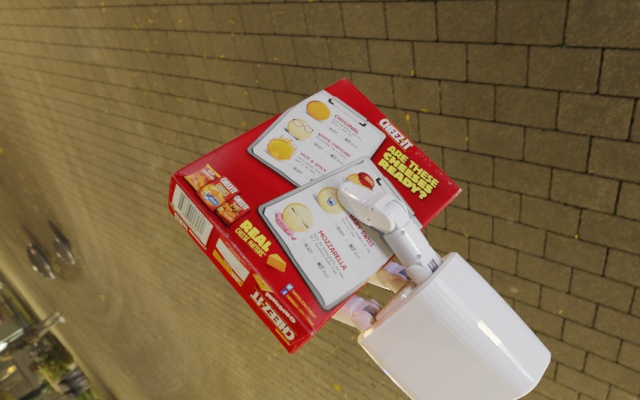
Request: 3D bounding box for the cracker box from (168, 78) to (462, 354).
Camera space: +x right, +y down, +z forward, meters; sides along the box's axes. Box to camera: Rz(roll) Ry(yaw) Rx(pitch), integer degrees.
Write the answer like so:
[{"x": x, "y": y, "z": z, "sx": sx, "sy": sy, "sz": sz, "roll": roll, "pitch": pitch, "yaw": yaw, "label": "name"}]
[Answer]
[{"x": 0.000, "y": 0.001, "z": 0.432, "sx": 0.213, "sy": 0.164, "sz": 0.072, "roll": -37, "pitch": -11, "yaw": -35, "label": "cracker box"}]
